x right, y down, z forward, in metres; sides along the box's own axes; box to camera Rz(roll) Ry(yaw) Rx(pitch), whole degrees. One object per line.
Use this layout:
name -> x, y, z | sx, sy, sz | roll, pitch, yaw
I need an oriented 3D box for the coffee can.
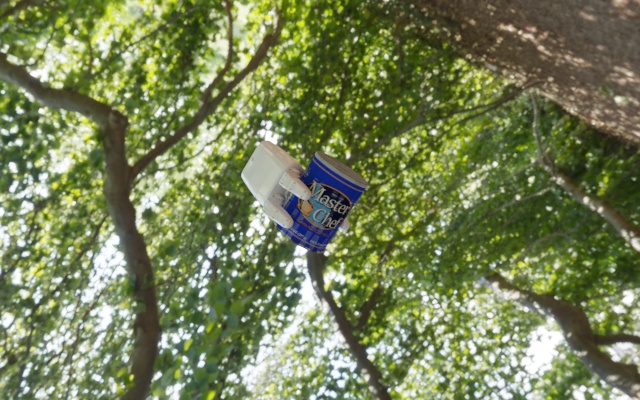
coffee can -> 0.000, 0.003, 0.803 | 0.103, 0.140, 0.102 | 31, 12, -7
